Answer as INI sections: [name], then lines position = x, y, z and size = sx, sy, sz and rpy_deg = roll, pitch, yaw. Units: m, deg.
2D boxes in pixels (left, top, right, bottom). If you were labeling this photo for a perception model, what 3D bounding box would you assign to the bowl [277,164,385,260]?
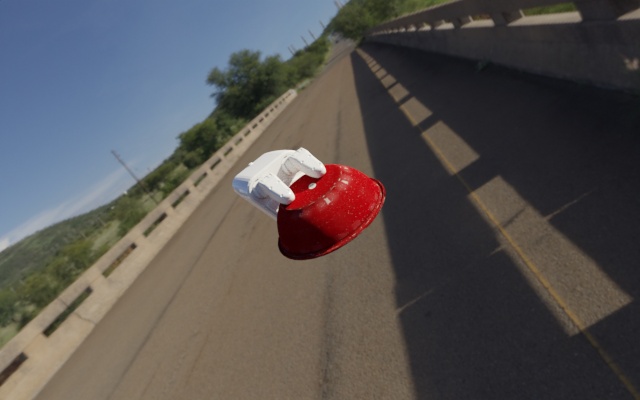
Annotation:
[bowl]
position = 0.001, 0.002, 0.622
size = 0.162, 0.055, 0.162
rpy_deg = -26, 27, 14
